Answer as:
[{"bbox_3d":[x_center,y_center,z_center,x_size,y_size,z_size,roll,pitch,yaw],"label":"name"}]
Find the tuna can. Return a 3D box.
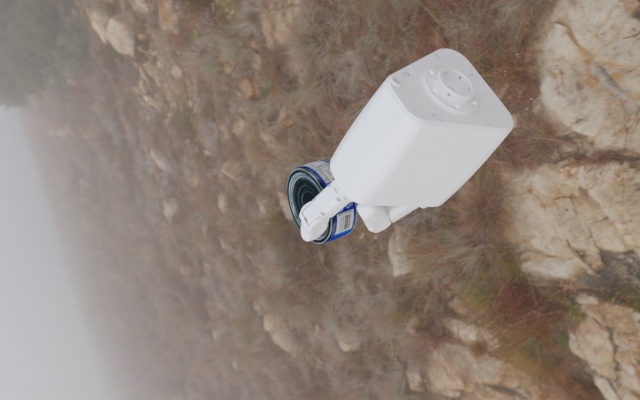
[{"bbox_3d":[0.000,0.002,0.504,0.033,0.086,0.086,-20,10,-31],"label":"tuna can"}]
